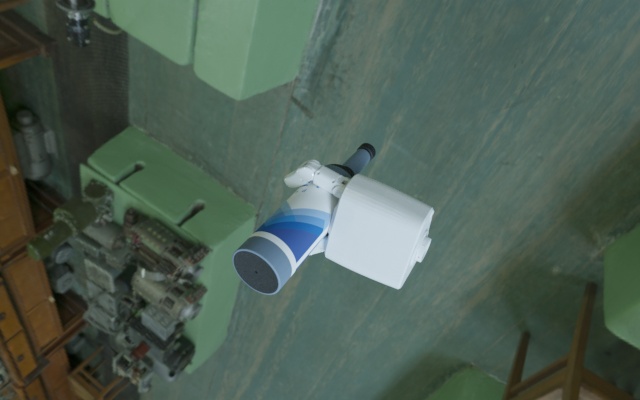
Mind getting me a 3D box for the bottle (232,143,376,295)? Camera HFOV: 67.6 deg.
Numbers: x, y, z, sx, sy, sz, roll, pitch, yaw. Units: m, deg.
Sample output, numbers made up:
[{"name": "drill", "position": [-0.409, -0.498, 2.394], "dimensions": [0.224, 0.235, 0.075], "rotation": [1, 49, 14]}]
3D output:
[{"name": "bottle", "position": [0.000, 0.002, 0.636], "dimensions": [0.069, 0.069, 0.295], "rotation": [0, 33, 36]}]
